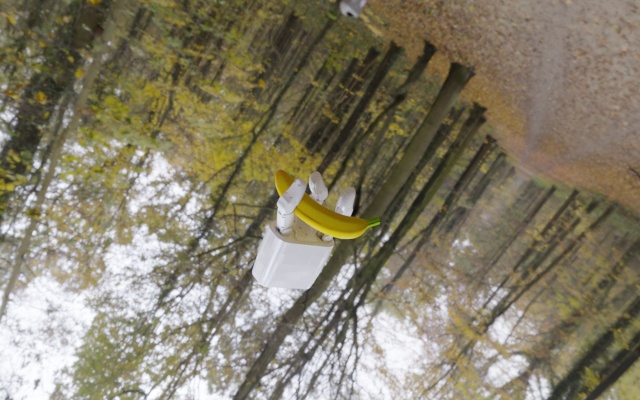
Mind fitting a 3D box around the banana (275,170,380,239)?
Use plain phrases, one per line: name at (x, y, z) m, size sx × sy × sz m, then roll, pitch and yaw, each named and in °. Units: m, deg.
banana at (-0.006, 0.012, 0.768) m, size 0.198 × 0.037 × 0.069 m, roll 28°, pitch 38°, yaw 17°
